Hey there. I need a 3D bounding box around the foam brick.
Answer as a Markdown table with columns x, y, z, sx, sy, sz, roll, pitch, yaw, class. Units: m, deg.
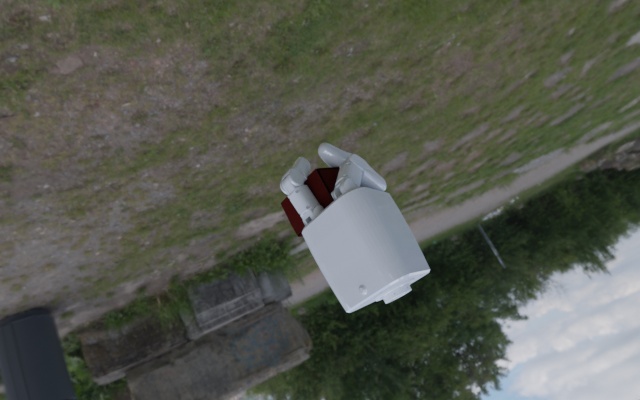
| x | y | z | sx | sy | sz | roll | pitch | yaw | class |
| --- | --- | --- | --- | --- | --- | --- | --- | --- | --- |
| 0.000 | 0.002 | 0.582 | 0.053 | 0.051 | 0.078 | -9 | -26 | -48 | foam brick |
